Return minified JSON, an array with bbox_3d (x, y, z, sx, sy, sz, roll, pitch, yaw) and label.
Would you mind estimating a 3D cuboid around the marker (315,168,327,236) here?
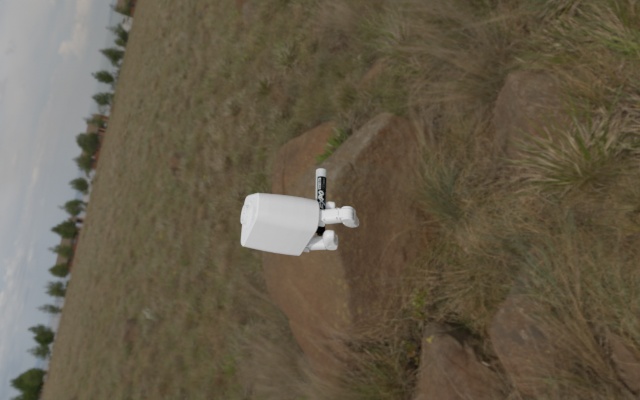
[{"bbox_3d":[0.000,0.003,0.825,0.020,0.121,0.020,1,-22,0],"label":"marker"}]
